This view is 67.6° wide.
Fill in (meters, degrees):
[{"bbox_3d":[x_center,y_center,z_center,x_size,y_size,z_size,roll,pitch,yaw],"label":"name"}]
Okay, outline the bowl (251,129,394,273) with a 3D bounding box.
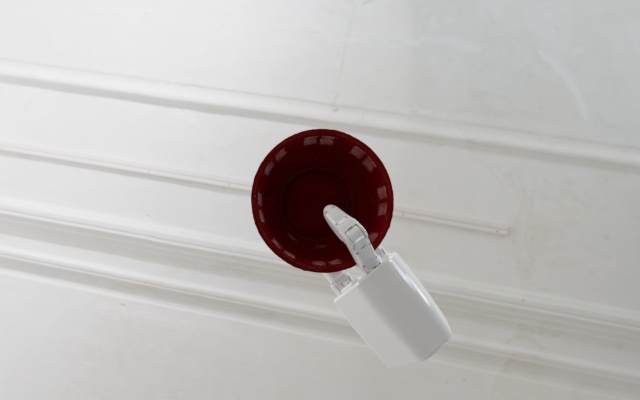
[{"bbox_3d":[0.000,0.001,0.554,0.162,0.162,0.055,0,-6,-9],"label":"bowl"}]
